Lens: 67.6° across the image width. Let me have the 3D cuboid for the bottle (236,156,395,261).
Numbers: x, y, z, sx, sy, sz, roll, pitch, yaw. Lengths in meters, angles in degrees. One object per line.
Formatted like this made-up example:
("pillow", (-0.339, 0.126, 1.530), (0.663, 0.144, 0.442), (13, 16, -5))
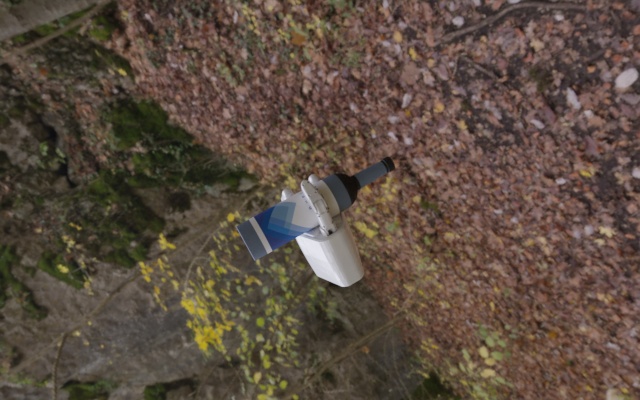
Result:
("bottle", (0.000, 0.003, 0.830), (0.295, 0.069, 0.069), (-29, 6, -10))
